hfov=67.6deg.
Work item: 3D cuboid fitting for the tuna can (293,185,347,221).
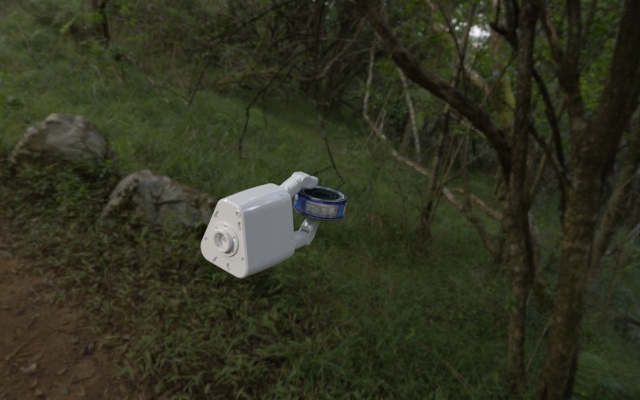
[{"bbox_3d":[0.000,0.002,0.784,0.086,0.034,0.086,10,17,-3],"label":"tuna can"}]
